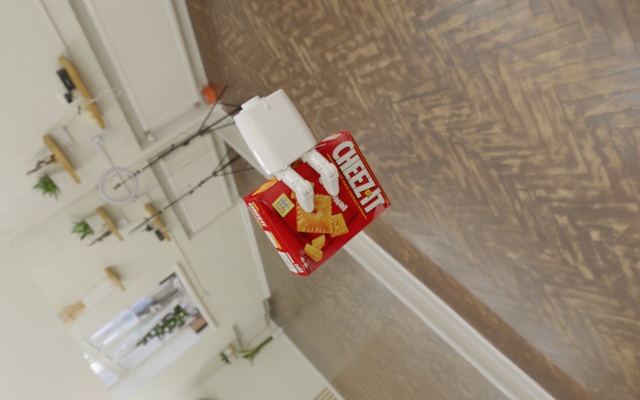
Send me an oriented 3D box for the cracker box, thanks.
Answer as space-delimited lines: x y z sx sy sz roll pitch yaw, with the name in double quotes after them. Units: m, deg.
0.000 0.003 0.833 0.213 0.164 0.072 -38 16 -22 "cracker box"
